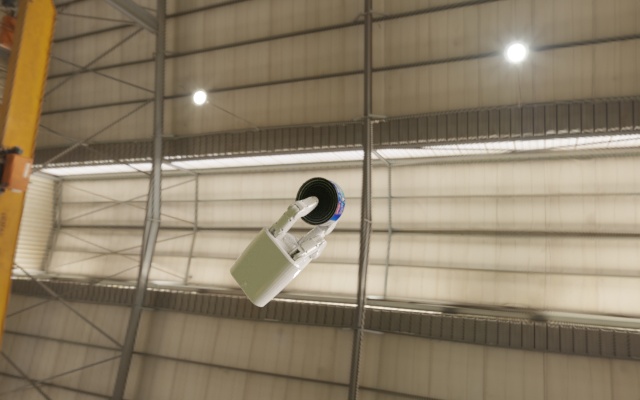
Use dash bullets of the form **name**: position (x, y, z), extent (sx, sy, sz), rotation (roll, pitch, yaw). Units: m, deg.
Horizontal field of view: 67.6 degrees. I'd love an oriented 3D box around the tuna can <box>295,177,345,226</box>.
- **tuna can**: position (0.000, 0.003, 0.850), extent (0.086, 0.086, 0.034), rotation (0, -6, 28)
